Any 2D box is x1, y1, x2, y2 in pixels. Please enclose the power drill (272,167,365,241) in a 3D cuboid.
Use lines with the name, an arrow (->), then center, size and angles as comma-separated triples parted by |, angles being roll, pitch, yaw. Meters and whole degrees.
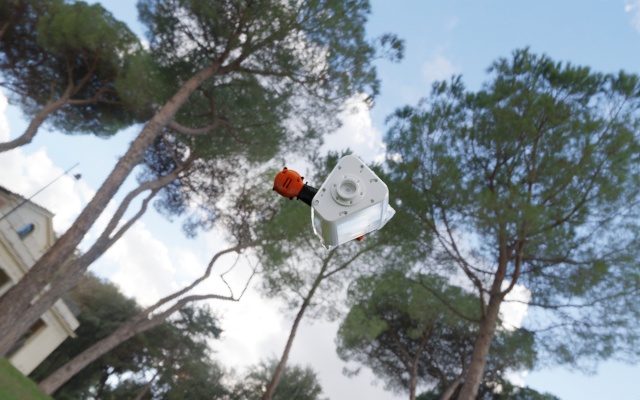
power drill -> 0.001, 0.003, 0.872 | 0.187, 0.057, 0.184 | 28, 2, -2
